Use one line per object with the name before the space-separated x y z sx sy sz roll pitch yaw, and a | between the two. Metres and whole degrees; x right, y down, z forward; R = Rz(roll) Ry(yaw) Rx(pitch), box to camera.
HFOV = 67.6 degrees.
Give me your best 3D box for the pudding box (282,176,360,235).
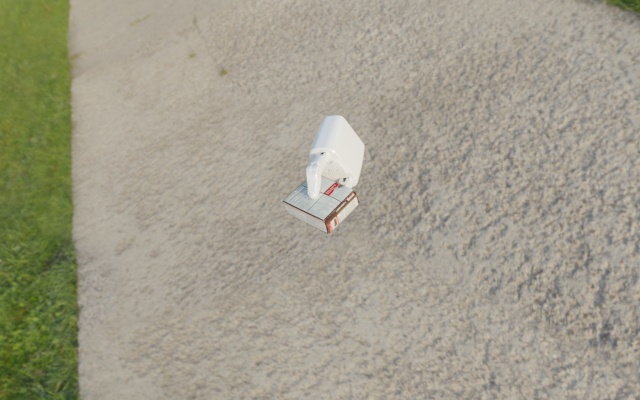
pudding box | 0.000 0.003 0.876 0.113 0.039 0.090 24 58 40
